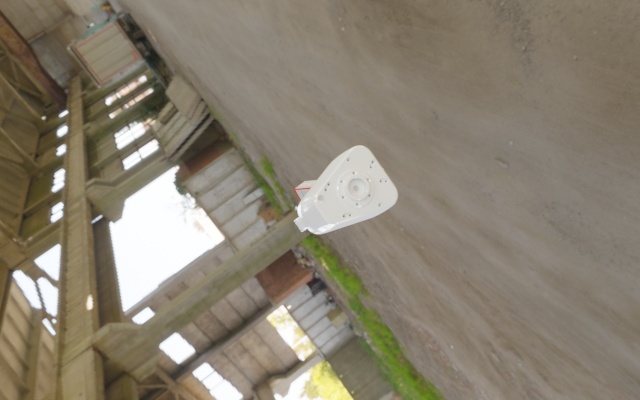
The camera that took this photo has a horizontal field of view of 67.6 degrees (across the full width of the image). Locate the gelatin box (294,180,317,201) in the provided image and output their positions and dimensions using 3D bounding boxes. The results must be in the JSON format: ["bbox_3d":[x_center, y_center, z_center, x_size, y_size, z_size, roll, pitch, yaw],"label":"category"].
[{"bbox_3d":[0.000,0.003,0.795,0.030,0.073,0.089,-37,14,-21],"label":"gelatin box"}]
